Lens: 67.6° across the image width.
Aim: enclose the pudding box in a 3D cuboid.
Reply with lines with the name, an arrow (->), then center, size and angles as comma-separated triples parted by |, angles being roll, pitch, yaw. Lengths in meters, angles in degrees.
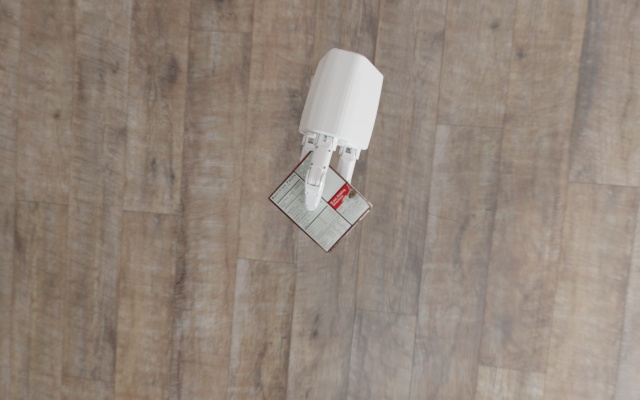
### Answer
pudding box -> 0.000, 0.002, 0.641 | 0.113, 0.090, 0.039 | 43, 4, 5
